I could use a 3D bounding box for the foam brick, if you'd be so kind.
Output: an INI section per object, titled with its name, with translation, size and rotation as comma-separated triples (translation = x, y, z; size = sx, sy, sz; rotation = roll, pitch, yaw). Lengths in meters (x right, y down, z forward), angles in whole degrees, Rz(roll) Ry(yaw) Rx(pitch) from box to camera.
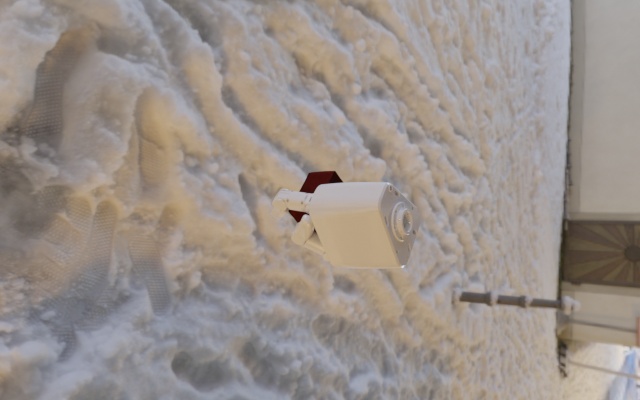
[foam brick]
translation = 0.000, 0.002, 0.693
size = 0.051, 0.078, 0.053
rotation = -4, -44, 39
